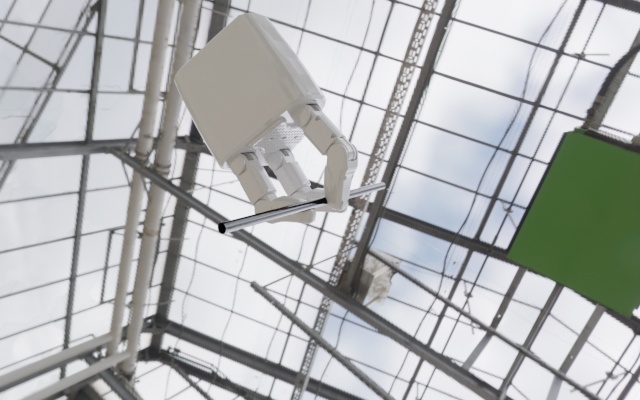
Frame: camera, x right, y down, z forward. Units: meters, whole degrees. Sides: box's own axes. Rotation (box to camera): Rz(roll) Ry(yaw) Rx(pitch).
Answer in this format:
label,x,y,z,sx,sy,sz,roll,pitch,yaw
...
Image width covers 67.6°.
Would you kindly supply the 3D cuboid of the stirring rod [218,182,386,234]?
label,x,y,z,sx,sy,sz,roll,pitch,yaw
stirring rod,0.000,0.001,0.424,0.011,0.011,0.239,0,8,35
